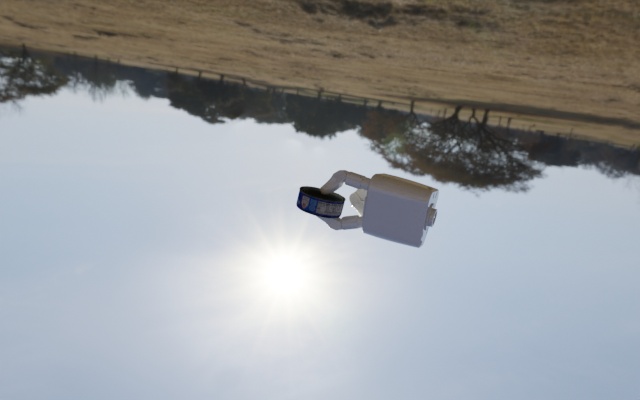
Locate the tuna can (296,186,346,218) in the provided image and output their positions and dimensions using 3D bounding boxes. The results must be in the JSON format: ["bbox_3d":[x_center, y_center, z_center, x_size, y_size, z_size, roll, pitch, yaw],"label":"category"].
[{"bbox_3d":[0.000,0.003,0.861,0.086,0.034,0.086,13,13,-3],"label":"tuna can"}]
